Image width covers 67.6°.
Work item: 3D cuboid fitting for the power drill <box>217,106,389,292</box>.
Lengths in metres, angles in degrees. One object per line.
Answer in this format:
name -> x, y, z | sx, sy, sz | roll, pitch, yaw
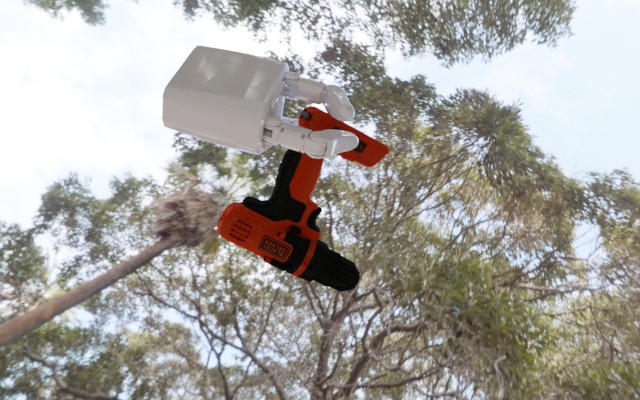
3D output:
power drill -> 0.000, 0.001, 0.552 | 0.184, 0.188, 0.057 | 27, 9, -17
